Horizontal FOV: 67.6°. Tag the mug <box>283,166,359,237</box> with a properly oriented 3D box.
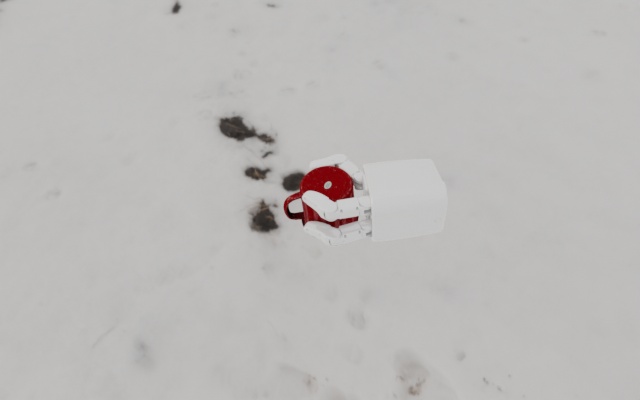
[{"bbox_3d":[-0.001,0.002,0.743,0.117,0.093,0.082,-7,-41,0],"label":"mug"}]
